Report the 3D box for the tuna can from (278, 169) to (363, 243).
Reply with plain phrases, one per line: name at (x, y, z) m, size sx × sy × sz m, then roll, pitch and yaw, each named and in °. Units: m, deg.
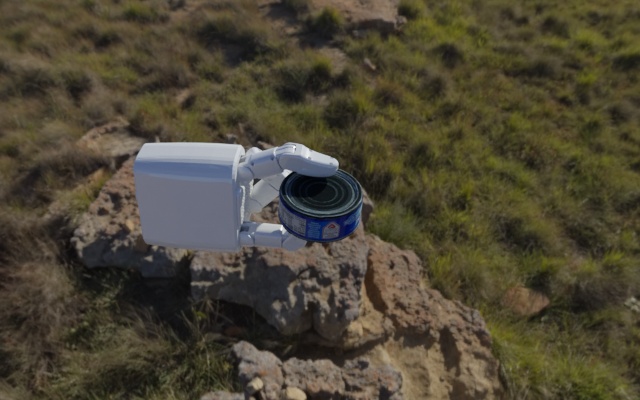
tuna can at (0.000, 0.001, 0.484) m, size 0.086 × 0.034 × 0.086 m, roll 3°, pitch 40°, yaw -3°
